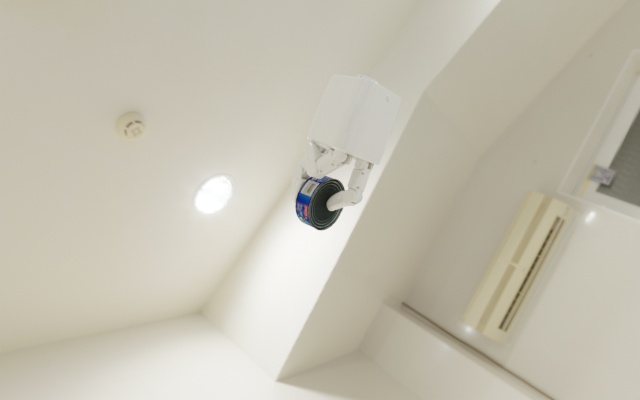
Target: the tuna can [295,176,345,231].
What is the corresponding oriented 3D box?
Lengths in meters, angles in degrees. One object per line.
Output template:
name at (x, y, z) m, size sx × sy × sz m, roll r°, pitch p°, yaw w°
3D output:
tuna can at (0.000, 0.002, 0.757) m, size 0.033 × 0.086 × 0.086 m, roll 22°, pitch 14°, yaw 37°
